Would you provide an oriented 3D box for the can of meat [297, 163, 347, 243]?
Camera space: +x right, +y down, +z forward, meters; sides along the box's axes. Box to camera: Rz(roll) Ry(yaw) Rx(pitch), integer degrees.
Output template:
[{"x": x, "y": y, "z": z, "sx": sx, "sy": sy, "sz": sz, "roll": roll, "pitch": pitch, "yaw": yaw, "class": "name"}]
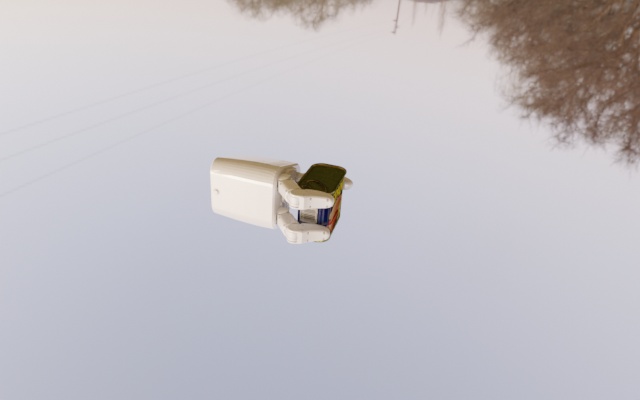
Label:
[{"x": 0.000, "y": 0.003, "z": 0.720, "sx": 0.057, "sy": 0.084, "sz": 0.102, "roll": 11, "pitch": 29, "yaw": 13, "class": "can of meat"}]
